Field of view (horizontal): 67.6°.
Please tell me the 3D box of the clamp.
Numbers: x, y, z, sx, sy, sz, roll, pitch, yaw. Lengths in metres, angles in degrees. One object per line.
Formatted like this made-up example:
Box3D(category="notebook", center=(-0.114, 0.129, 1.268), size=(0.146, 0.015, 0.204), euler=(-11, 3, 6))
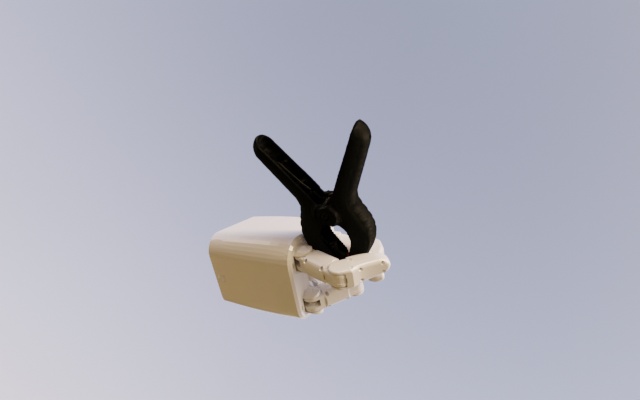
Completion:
Box3D(category="clamp", center=(0.000, 0.001, 0.469), size=(0.120, 0.171, 0.039), euler=(8, 32, 30))
